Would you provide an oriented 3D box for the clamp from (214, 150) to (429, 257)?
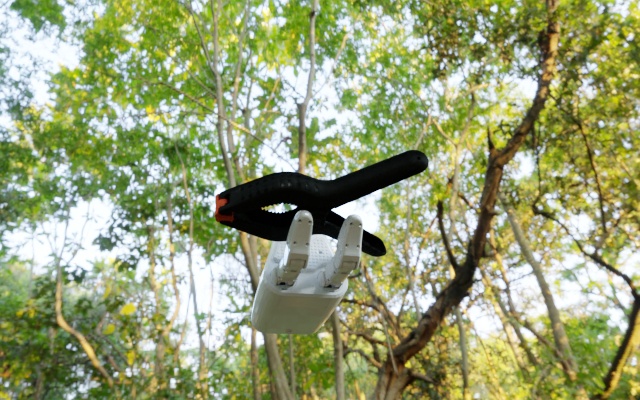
[{"bbox_3d":[-0.001,0.001,0.494,0.210,0.036,0.165,5,-43,-17],"label":"clamp"}]
